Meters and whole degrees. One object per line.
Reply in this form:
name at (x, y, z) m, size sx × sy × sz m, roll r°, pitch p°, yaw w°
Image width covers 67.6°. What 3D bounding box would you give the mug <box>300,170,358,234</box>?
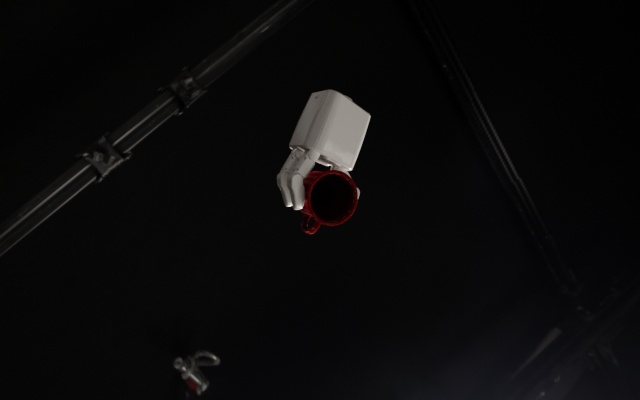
mug at (0.000, 0.004, 0.823) m, size 0.093 × 0.117 × 0.081 m, roll 25°, pitch -4°, yaw -25°
